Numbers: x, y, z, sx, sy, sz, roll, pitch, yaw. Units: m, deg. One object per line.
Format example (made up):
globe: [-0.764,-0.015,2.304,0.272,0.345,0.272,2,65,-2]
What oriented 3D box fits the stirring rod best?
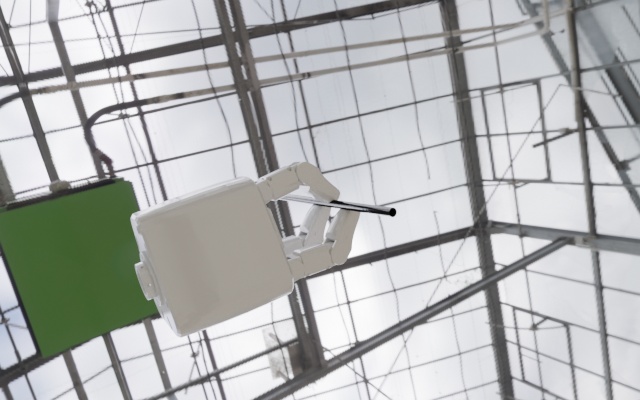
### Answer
stirring rod: [0.000,0.002,0.499,0.011,0.011,0.239,0,4,-30]
